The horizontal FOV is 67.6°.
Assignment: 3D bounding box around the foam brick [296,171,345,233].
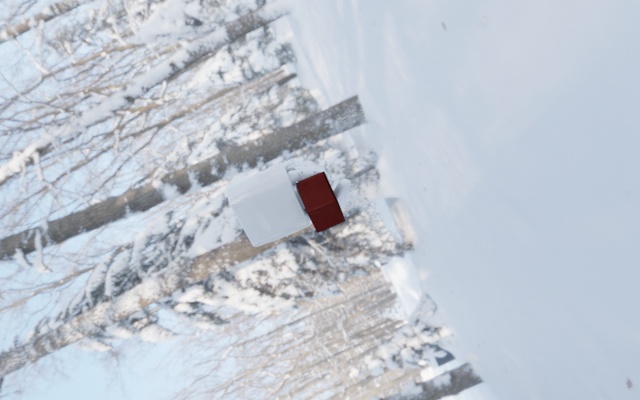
[{"bbox_3d":[0.000,0.003,0.770,0.051,0.053,0.078,-23,45,0],"label":"foam brick"}]
